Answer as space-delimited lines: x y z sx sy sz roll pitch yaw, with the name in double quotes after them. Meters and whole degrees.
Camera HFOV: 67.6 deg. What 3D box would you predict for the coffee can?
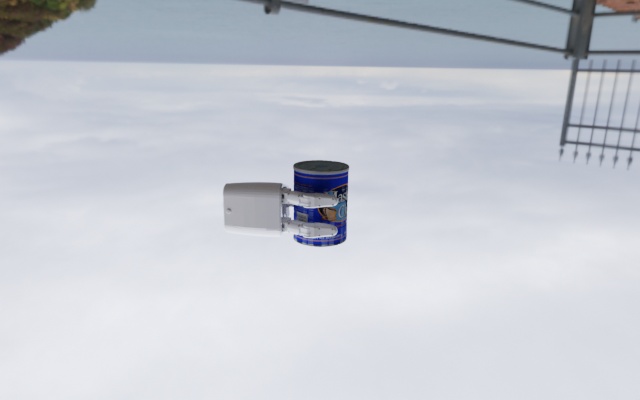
0.000 0.003 0.886 0.103 0.140 0.102 1 15 0 "coffee can"
